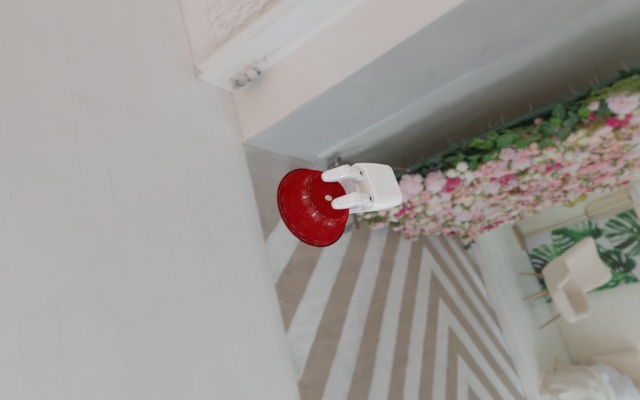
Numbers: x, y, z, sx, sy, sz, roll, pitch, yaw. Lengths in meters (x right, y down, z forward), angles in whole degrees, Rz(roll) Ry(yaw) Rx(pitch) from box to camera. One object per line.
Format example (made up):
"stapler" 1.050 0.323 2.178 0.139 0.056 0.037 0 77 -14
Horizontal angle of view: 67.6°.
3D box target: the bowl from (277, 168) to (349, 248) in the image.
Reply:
"bowl" 0.000 0.003 0.890 0.162 0.162 0.055 0 -22 -38
